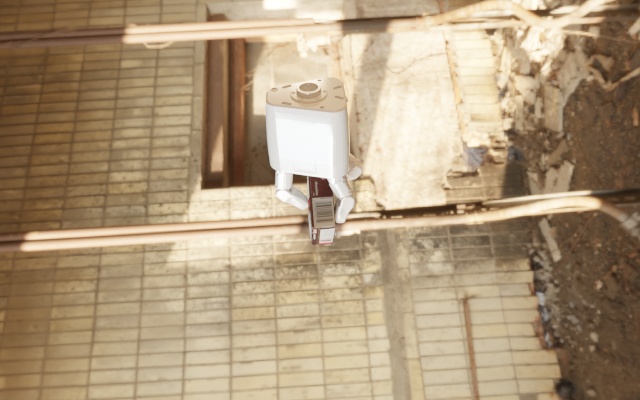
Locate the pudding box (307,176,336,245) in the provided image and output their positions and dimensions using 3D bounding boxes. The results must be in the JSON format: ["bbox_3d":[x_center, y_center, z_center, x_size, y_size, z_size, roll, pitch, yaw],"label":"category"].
[{"bbox_3d":[0.000,0.002,0.731,0.039,0.113,0.090,-2,-20,-1],"label":"pudding box"}]
